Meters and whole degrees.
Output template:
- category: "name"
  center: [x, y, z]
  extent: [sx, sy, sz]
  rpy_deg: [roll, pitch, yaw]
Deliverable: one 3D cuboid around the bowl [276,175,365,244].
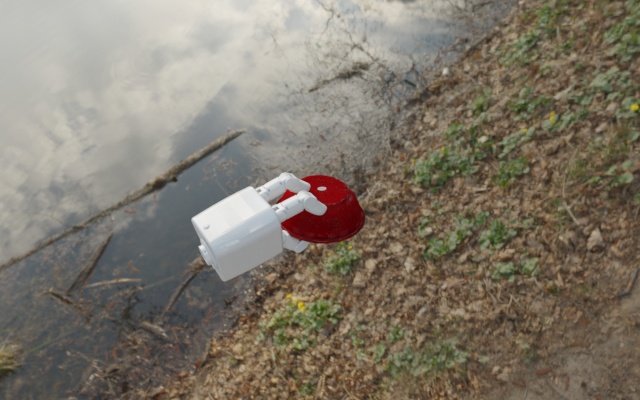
- category: "bowl"
  center: [0.001, 0.002, 0.823]
  extent: [0.162, 0.055, 0.162]
  rpy_deg: [4, 35, -3]
